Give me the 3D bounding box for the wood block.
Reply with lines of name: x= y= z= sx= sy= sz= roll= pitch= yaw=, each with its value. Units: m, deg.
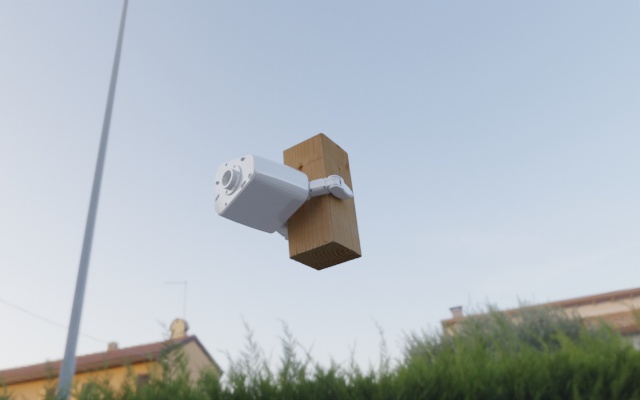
wood block: x=0.000 y=0.002 z=0.819 sx=0.091 sy=0.206 sz=0.090 roll=-22 pitch=-32 yaw=27
